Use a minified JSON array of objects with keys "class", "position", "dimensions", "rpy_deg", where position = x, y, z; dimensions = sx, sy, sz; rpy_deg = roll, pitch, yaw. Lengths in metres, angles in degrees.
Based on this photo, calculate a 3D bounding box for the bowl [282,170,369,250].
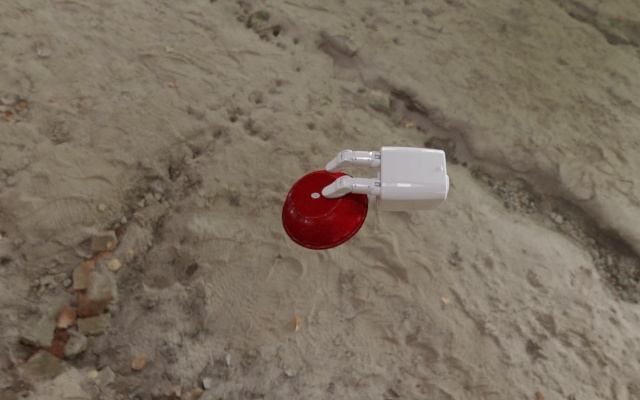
[{"class":"bowl","position":[-0.001,0.003,0.837],"dimensions":[0.162,0.162,0.055],"rpy_deg":[0,-30,18]}]
